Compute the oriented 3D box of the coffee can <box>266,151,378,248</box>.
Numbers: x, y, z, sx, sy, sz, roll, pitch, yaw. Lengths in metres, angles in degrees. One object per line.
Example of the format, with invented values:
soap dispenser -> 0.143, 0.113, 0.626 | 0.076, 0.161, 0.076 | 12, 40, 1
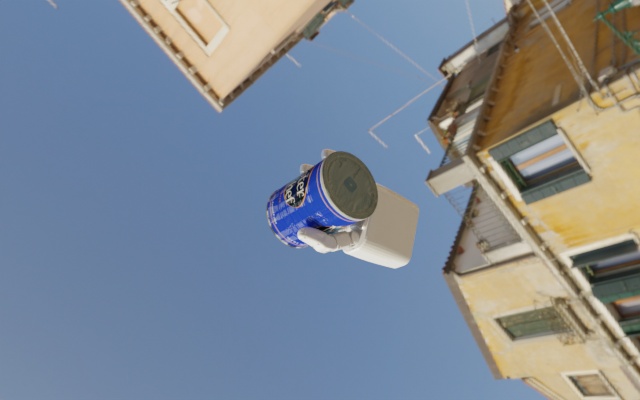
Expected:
coffee can -> 0.000, 0.002, 0.709 | 0.103, 0.102, 0.140 | 0, -21, -41
